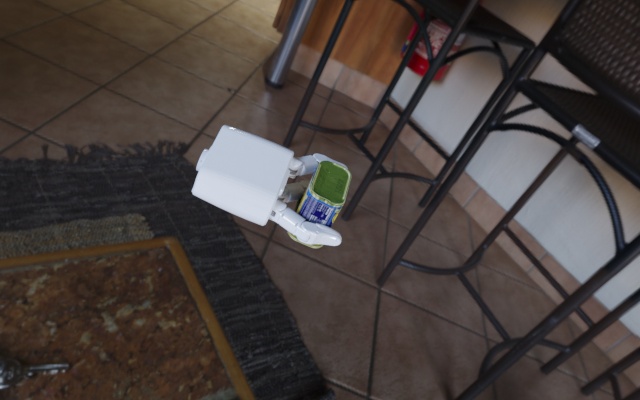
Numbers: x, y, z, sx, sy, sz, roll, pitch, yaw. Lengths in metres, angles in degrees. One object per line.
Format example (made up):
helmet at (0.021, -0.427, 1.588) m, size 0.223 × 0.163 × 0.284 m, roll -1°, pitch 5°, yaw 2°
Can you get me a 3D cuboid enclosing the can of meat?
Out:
can of meat at (0.000, 0.002, 0.680) m, size 0.057 × 0.084 × 0.102 m, roll 24°, pitch 36°, yaw -5°
